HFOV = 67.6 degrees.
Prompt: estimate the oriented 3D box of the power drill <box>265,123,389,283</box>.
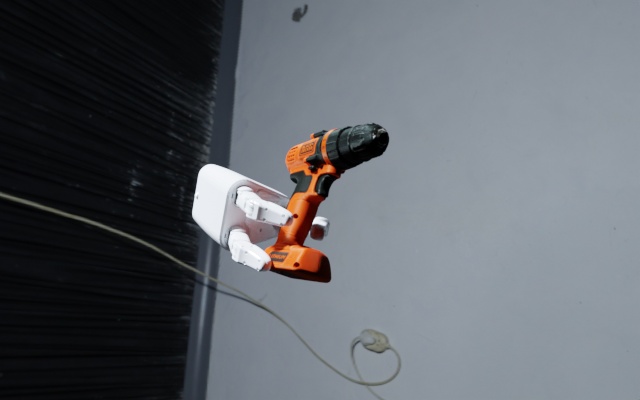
[{"bbox_3d":[0.000,0.002,0.576,0.057,0.187,0.184,26,-19,-27],"label":"power drill"}]
